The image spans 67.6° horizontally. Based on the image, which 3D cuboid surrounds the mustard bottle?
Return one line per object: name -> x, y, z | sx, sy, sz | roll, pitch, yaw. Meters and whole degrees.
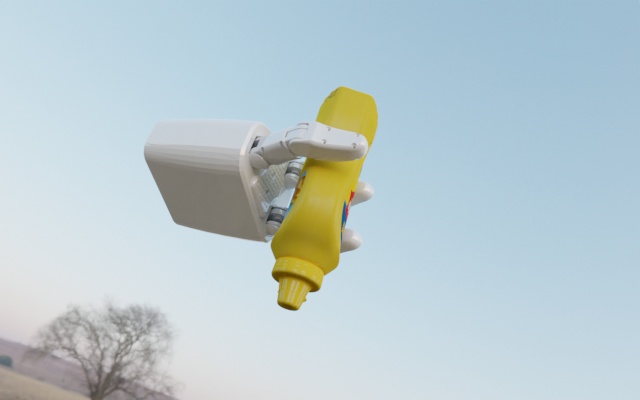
mustard bottle -> 0.000, 0.001, 0.410 | 0.058, 0.191, 0.096 | 19, -29, -1
